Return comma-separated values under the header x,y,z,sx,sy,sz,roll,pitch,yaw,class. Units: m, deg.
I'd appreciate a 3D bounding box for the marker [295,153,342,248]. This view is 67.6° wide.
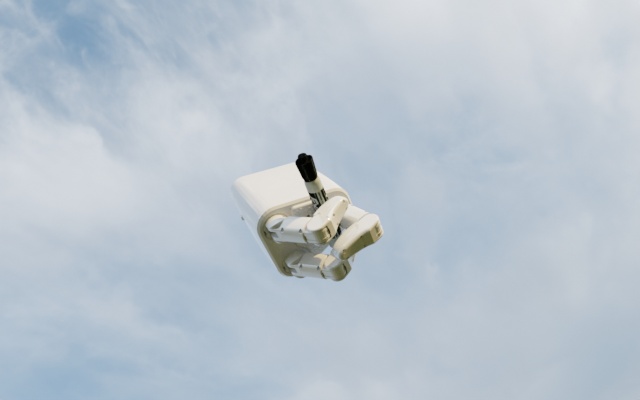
x,y,z,sx,sy,sz,roll,pitch,yaw,class
0.000,0.002,0.503,0.020,0.121,0.020,-15,35,11,marker
